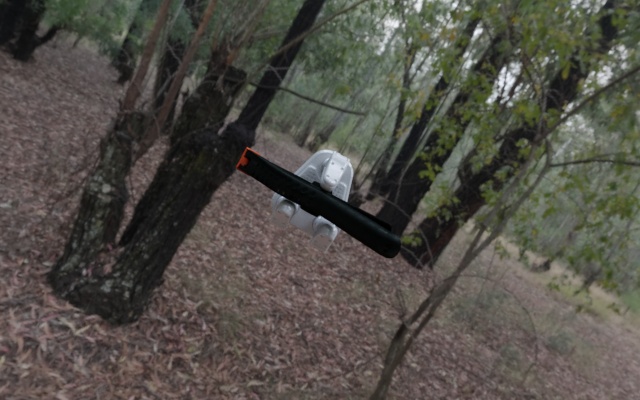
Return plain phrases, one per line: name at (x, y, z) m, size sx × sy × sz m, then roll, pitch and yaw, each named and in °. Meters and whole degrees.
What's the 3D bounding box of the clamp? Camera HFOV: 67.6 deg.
clamp at (0.000, 0.001, 0.542) m, size 0.210 × 0.036 × 0.164 m, roll 28°, pitch 3°, yaw -4°
